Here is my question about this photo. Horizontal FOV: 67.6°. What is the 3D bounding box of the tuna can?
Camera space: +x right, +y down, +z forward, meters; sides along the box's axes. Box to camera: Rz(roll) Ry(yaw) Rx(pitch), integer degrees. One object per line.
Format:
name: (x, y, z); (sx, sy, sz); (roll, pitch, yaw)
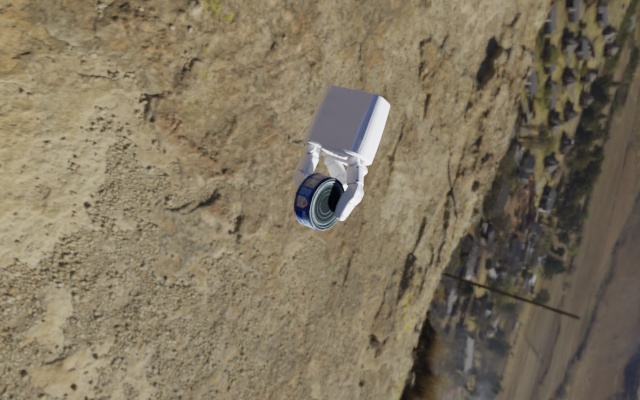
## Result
tuna can: (0.001, 0.003, 0.738); (0.033, 0.086, 0.086); (19, 12, 38)
